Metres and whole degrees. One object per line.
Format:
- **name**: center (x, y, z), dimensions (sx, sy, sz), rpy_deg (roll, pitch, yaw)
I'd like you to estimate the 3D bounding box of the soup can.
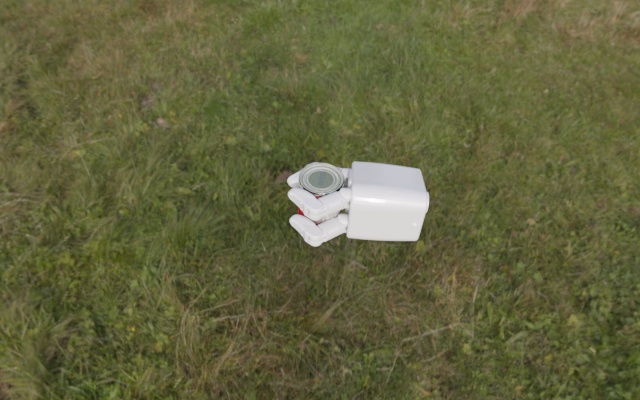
- **soup can**: center (0.000, 0.002, 0.720), dimensions (0.068, 0.068, 0.102), rpy_deg (0, -44, -3)
